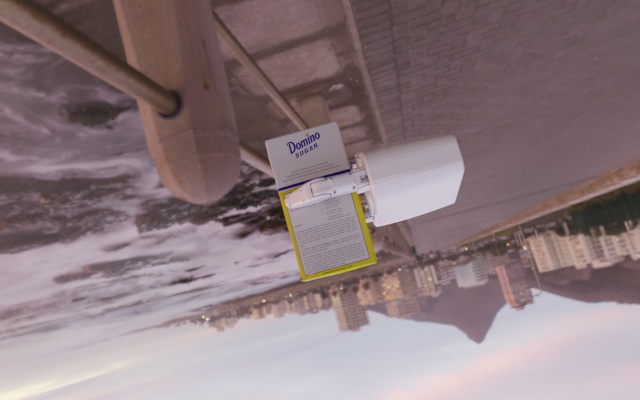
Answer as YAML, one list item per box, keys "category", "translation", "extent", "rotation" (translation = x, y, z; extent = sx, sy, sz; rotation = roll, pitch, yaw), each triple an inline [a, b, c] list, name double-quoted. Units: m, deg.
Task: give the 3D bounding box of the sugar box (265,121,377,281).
- category: "sugar box"
  translation: [0.000, 0.002, 0.579]
  extent: [0.093, 0.176, 0.048]
  rotation: [-15, -10, 1]
